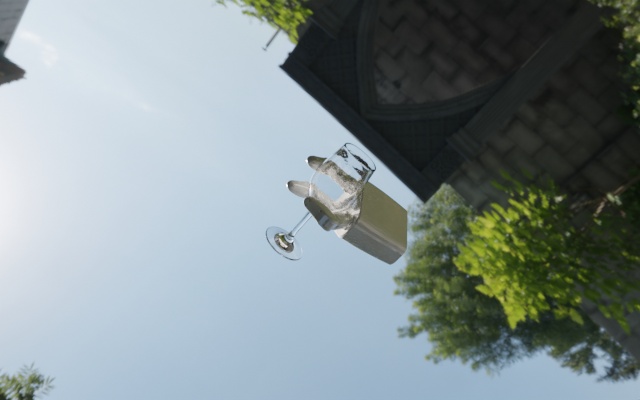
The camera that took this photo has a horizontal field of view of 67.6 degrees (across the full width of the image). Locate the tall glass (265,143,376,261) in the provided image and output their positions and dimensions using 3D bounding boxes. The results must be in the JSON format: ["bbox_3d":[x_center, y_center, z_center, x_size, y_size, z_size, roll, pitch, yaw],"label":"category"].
[{"bbox_3d":[0.000,0.003,0.756,0.201,0.079,0.079,-49,-24,23],"label":"tall glass"}]
